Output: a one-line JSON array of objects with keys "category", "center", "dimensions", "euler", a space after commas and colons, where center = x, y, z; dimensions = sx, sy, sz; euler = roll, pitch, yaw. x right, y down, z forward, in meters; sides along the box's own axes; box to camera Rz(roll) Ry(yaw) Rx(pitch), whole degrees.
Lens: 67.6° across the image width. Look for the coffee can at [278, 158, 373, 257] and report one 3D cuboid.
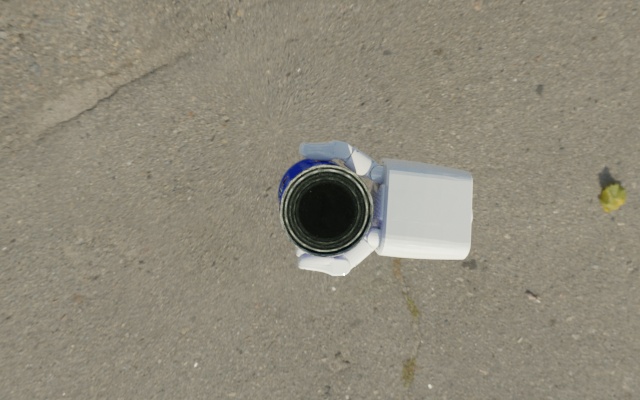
[{"category": "coffee can", "center": [0.000, 0.002, 0.582], "dimensions": [0.103, 0.103, 0.140], "euler": [0, 8, -6]}]
